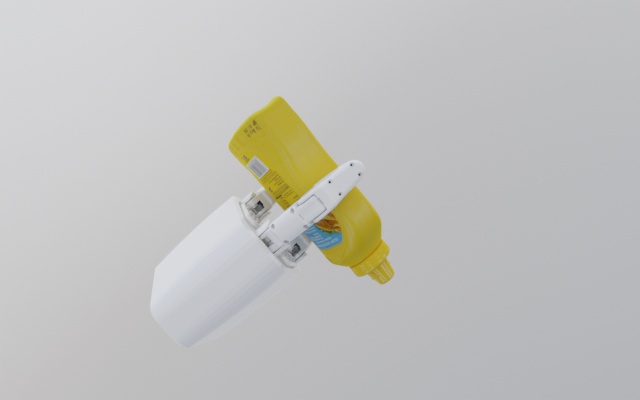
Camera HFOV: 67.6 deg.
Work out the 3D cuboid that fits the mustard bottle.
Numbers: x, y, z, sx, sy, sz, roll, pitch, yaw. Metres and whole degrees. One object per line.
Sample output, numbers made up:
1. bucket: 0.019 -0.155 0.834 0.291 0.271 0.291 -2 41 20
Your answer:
1. mustard bottle: 0.000 0.001 0.436 0.058 0.191 0.096 -43 6 -26
